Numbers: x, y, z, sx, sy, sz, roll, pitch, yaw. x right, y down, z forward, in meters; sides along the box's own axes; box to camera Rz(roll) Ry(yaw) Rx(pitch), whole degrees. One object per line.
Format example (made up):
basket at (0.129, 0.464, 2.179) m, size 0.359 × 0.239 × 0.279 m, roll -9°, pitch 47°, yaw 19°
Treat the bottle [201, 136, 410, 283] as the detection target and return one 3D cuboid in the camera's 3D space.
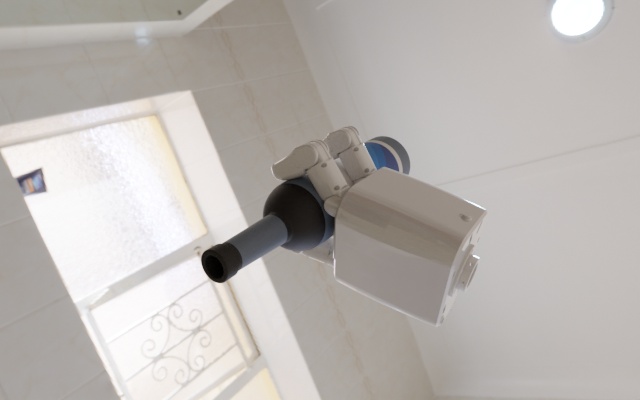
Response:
bottle at (0.000, 0.001, 0.465) m, size 0.069 × 0.069 × 0.295 m, roll 0°, pitch 19°, yaw 34°
